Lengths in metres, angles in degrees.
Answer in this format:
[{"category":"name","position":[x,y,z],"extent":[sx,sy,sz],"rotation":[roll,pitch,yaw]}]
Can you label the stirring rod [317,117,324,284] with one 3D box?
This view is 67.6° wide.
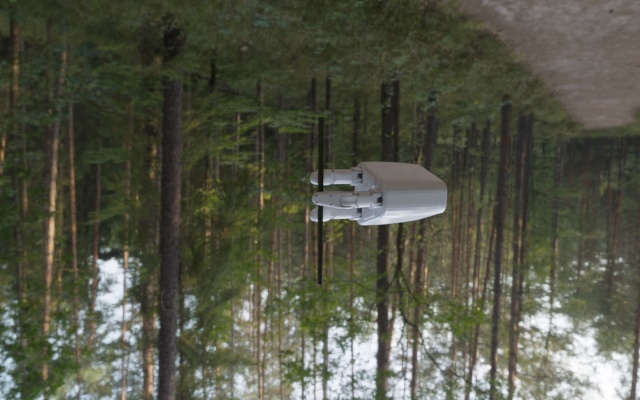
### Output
[{"category":"stirring rod","position":[0.000,0.002,0.686],"extent":[0.011,0.239,0.011],"rotation":[1,7,0]}]
